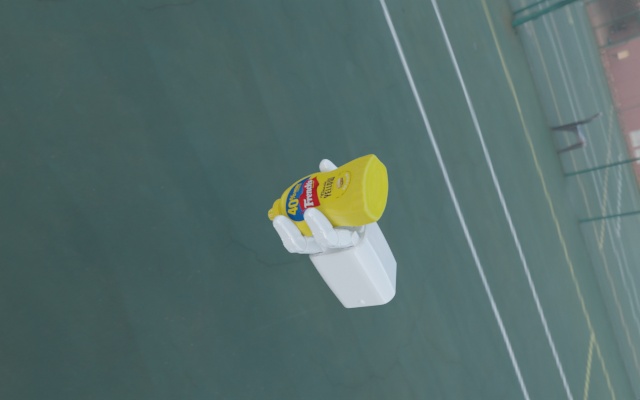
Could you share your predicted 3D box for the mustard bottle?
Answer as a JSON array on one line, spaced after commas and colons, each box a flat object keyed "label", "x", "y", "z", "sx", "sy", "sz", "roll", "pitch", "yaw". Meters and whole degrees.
[{"label": "mustard bottle", "x": 0.000, "y": 0.002, "z": 0.675, "sx": 0.191, "sy": 0.096, "sz": 0.058, "roll": -16, "pitch": -41, "yaw": 37}]
